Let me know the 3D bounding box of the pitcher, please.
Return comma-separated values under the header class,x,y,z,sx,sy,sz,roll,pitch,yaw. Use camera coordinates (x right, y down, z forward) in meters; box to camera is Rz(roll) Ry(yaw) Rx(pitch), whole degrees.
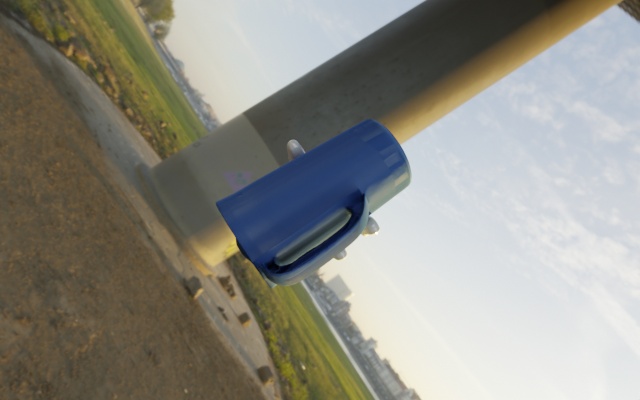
class,x,y,z,sx,sy,sz,roll,pitch,yaw
pitcher,0.000,0.002,0.625,0.243,0.149,0.145,-33,-10,-7
